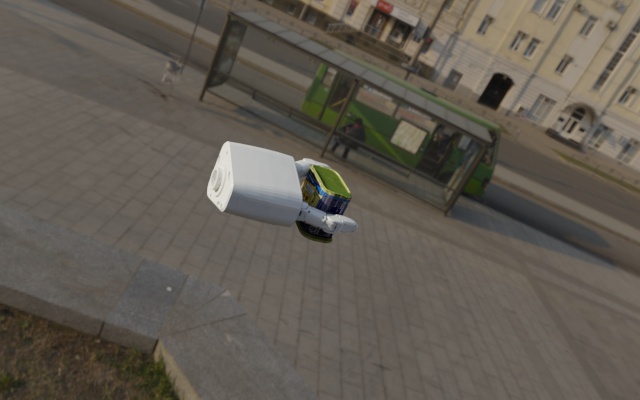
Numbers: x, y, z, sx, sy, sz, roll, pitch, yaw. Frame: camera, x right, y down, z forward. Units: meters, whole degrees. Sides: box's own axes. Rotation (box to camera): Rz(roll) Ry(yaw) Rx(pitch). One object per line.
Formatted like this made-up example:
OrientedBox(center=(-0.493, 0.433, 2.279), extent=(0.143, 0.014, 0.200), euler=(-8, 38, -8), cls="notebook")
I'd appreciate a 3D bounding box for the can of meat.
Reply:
OrientedBox(center=(0.000, 0.002, 0.745), extent=(0.057, 0.084, 0.102), euler=(15, 25, -25), cls="can of meat")
